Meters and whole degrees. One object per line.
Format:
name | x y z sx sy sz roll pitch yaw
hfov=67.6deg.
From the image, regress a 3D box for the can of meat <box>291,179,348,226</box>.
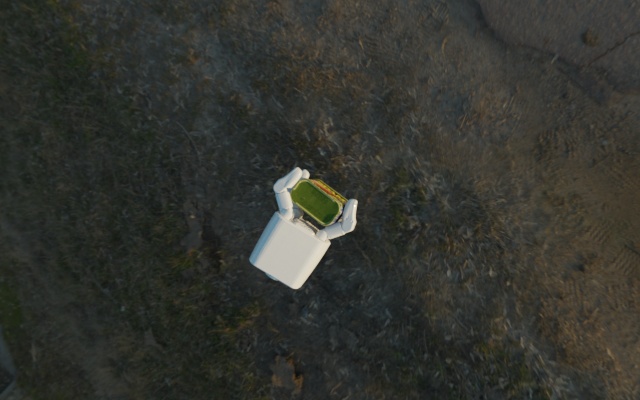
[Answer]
can of meat | 0.000 0.003 0.889 0.102 0.057 0.084 37 9 12
